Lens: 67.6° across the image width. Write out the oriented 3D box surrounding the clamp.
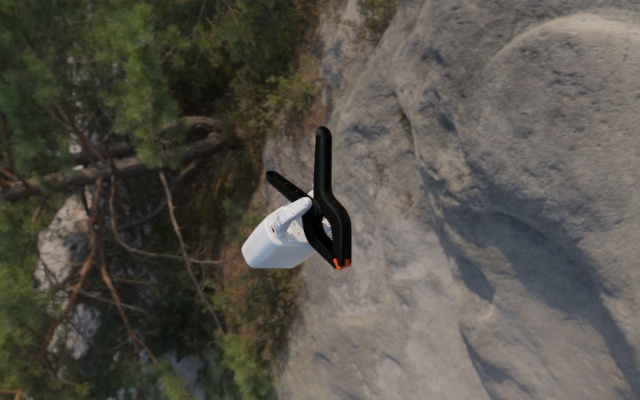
[{"bbox_3d":[0.000,0.003,0.732,0.036,0.210,0.165,-14,-20,-42],"label":"clamp"}]
